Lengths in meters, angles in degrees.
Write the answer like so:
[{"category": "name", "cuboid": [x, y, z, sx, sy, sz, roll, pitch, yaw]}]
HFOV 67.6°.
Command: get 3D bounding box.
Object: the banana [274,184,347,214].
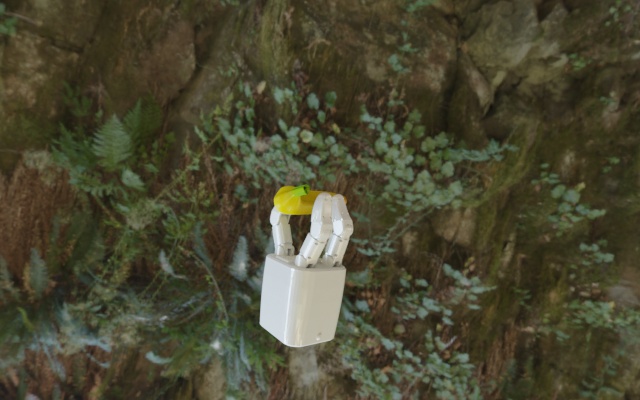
[{"category": "banana", "cuboid": [-0.019, 0.002, 0.680, 0.069, 0.037, 0.198, 1, -2, 17]}]
